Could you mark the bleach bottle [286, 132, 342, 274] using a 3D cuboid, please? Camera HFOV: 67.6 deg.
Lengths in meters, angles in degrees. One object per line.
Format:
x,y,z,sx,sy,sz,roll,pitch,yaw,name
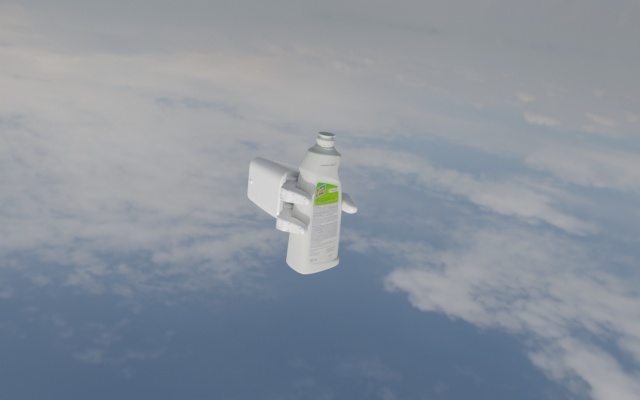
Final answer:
0.000,0.003,0.852,0.102,0.251,0.068,-11,29,-41,bleach bottle
